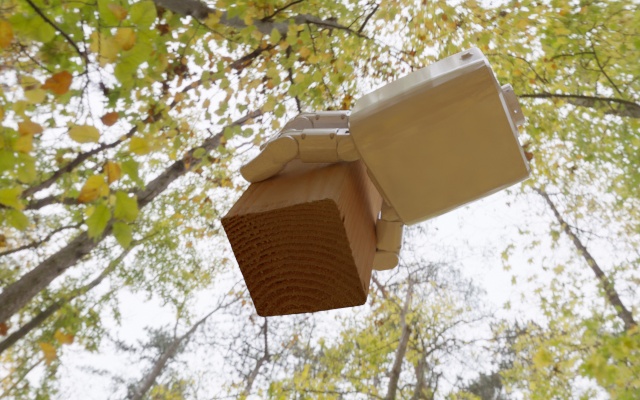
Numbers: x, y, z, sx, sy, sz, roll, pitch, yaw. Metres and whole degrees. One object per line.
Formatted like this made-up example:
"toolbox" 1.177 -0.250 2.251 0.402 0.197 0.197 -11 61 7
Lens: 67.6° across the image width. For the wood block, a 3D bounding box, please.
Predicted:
"wood block" 0.001 0.002 0.432 0.090 0.091 0.206 -11 22 17
